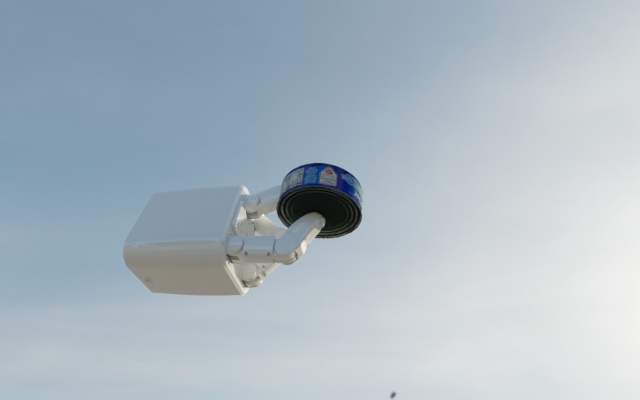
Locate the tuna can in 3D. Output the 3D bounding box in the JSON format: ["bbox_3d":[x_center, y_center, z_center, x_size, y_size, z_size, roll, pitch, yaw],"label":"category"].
[{"bbox_3d":[0.000,0.001,0.485,0.086,0.033,0.086,5,-38,4],"label":"tuna can"}]
